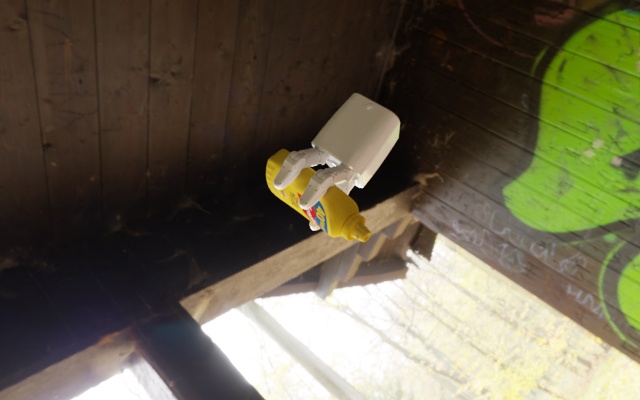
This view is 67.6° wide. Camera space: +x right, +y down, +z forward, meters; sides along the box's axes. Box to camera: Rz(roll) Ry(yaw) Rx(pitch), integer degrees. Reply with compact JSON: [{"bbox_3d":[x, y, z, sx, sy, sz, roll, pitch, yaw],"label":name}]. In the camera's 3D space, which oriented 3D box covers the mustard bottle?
[{"bbox_3d":[0.000,0.002,0.726,0.058,0.096,0.191,-39,58,-24],"label":"mustard bottle"}]
